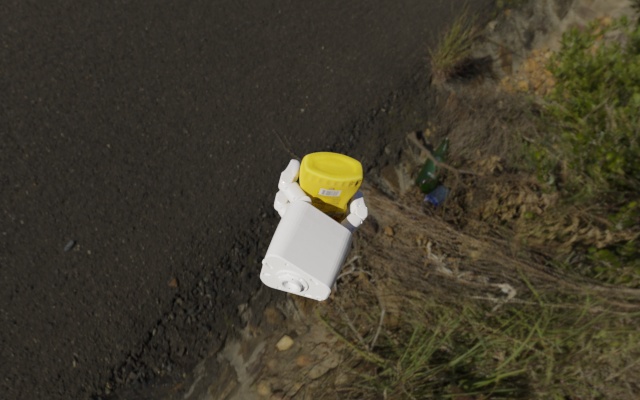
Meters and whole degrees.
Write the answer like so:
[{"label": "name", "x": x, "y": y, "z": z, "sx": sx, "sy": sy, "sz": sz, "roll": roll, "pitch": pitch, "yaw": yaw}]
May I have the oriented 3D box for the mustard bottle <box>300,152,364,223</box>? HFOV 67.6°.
[{"label": "mustard bottle", "x": 0.000, "y": 0.002, "z": 0.796, "sx": 0.096, "sy": 0.058, "sz": 0.192, "roll": 5, "pitch": -37, "yaw": -12}]
